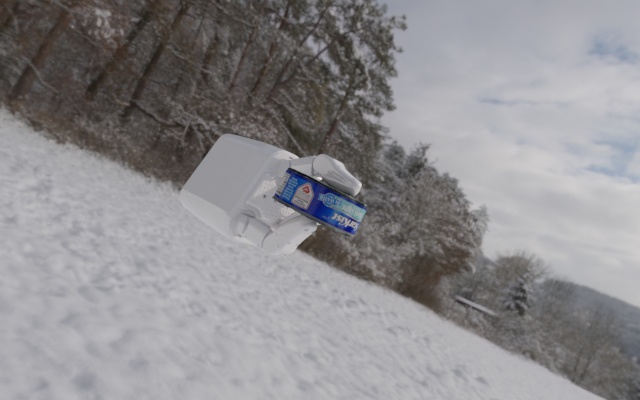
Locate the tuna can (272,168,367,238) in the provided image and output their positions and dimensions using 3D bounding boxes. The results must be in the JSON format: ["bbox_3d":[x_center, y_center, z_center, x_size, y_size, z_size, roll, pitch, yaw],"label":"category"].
[{"bbox_3d":[0.000,0.001,0.451,0.086,0.034,0.086,26,1,0],"label":"tuna can"}]
